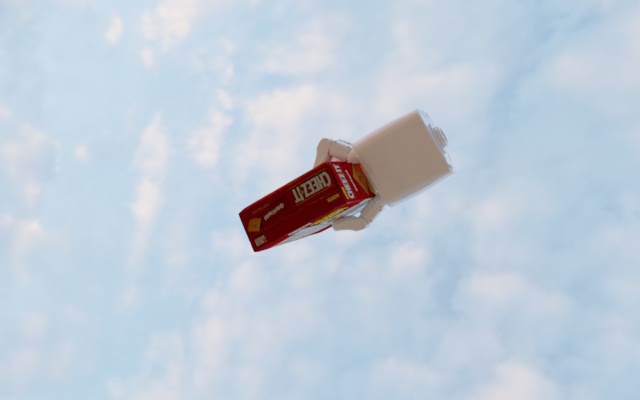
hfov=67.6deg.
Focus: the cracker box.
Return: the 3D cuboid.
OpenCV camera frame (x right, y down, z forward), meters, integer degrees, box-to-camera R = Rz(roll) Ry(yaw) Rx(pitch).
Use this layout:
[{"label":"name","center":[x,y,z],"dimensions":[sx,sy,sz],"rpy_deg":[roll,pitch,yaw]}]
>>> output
[{"label":"cracker box","center":[0.000,0.003,0.743],"dimensions":[0.164,0.072,0.213],"rpy_deg":[-29,-9,23]}]
